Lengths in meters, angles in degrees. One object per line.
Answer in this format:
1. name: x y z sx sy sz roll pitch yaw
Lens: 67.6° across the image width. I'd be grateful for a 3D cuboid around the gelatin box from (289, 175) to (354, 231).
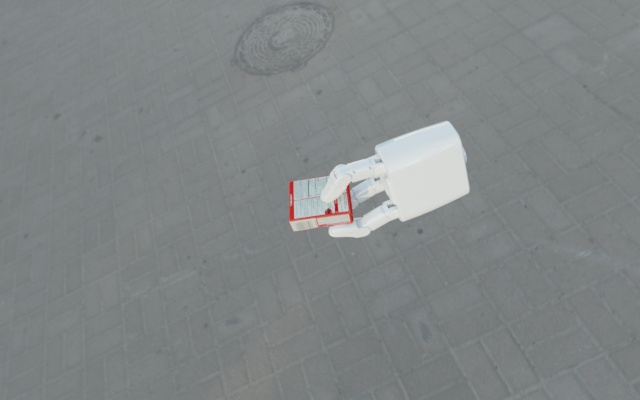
1. gelatin box: 0.000 0.002 0.683 0.089 0.073 0.030 -8 -38 6
